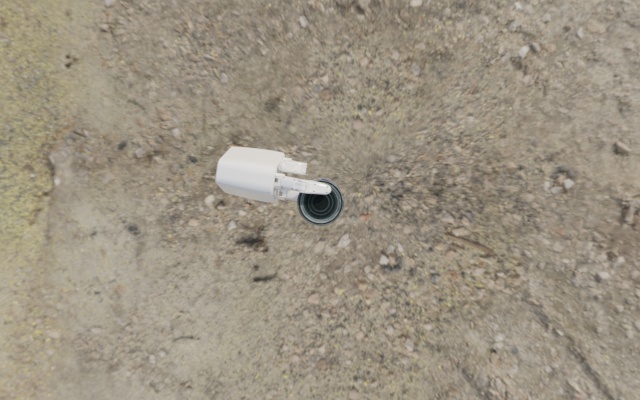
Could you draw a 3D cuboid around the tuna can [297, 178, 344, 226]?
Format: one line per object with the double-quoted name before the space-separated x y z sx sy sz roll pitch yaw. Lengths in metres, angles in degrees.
"tuna can" 0.000 0.003 0.869 0.086 0.086 0.034 0 4 0
